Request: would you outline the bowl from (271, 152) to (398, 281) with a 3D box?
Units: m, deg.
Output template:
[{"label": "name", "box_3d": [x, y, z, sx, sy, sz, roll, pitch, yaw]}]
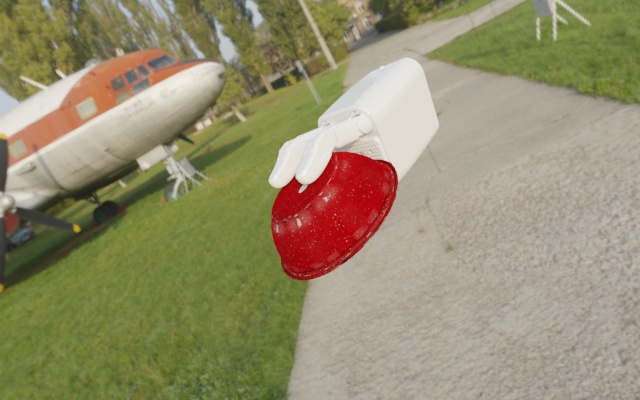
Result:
[{"label": "bowl", "box_3d": [-0.001, 0.002, 0.496, 0.055, 0.162, 0.162, 43, -21, -25]}]
